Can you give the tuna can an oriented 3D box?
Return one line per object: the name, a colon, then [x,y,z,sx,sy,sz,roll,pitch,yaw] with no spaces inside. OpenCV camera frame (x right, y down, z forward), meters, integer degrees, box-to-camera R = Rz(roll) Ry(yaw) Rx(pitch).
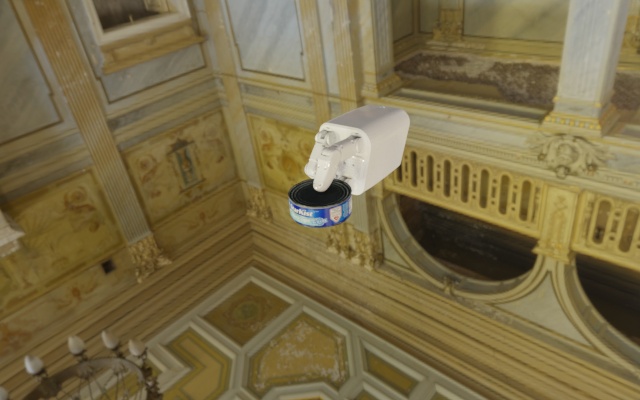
tuna can: [0.000,0.003,0.645,0.086,0.034,0.086,-3,28,2]
